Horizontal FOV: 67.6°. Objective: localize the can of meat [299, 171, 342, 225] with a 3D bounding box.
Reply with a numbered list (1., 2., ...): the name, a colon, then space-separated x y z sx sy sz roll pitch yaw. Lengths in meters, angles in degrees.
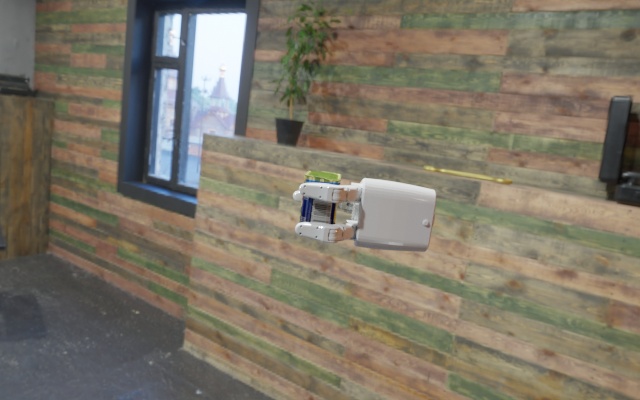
1. can of meat: 0.000 0.002 0.705 0.057 0.084 0.102 8 9 2
